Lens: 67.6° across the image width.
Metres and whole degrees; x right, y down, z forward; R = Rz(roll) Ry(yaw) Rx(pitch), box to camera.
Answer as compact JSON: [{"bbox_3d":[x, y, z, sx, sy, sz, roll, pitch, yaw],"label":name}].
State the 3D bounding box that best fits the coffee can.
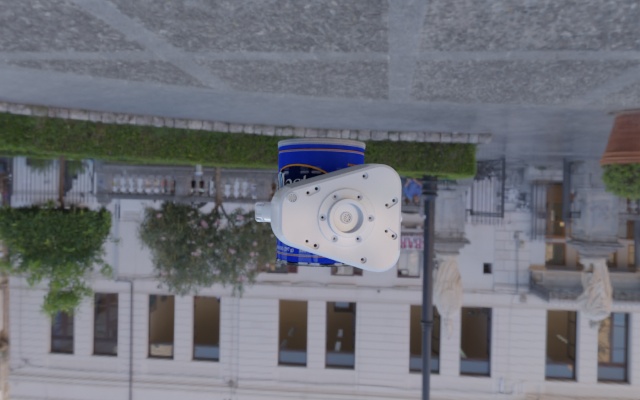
[{"bbox_3d":[0.000,0.002,0.563,0.103,0.140,0.103,1,0,0],"label":"coffee can"}]
